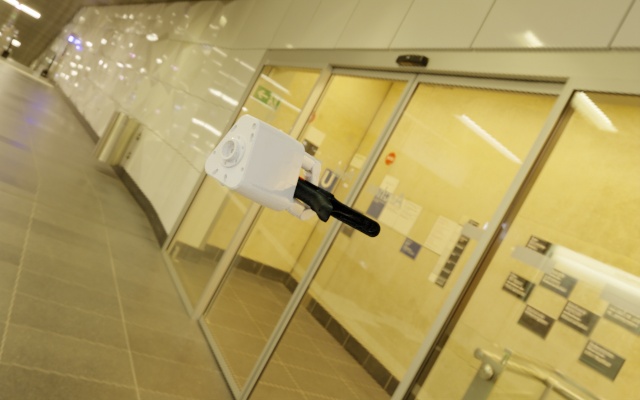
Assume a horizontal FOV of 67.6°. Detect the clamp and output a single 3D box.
[{"bbox_3d":[0.000,0.002,0.721,0.171,0.039,0.120,30,2,39],"label":"clamp"}]
